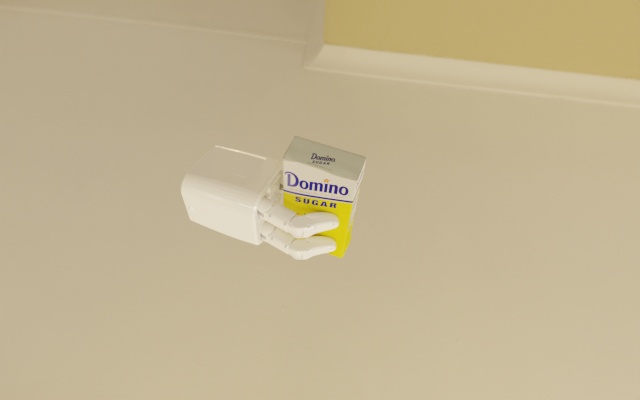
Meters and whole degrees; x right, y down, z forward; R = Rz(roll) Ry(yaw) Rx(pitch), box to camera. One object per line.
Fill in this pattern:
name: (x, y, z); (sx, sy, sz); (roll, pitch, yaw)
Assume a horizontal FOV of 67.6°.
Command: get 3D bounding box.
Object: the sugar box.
sugar box: (0.000, 0.002, 0.619); (0.093, 0.048, 0.176); (17, -33, 10)
